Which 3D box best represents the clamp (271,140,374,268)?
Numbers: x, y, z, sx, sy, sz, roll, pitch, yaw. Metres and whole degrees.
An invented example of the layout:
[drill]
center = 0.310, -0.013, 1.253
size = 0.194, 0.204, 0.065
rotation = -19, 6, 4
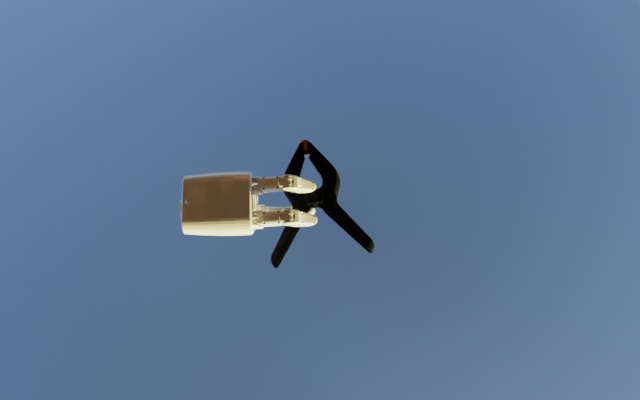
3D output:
[clamp]
center = 0.000, 0.002, 0.778
size = 0.164, 0.210, 0.036
rotation = -2, -15, -4
